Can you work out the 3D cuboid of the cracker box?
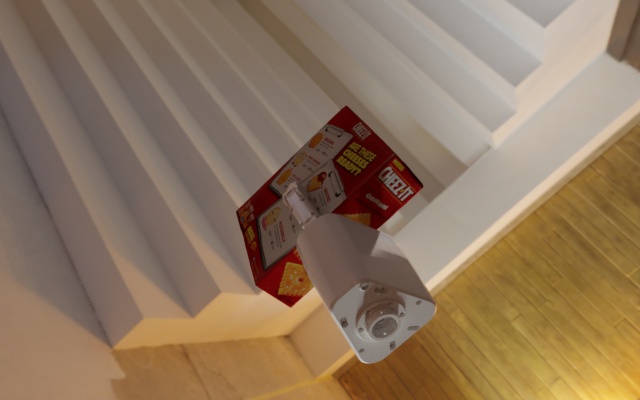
[{"bbox_3d":[0.000,0.002,0.597,0.072,0.214,0.164,41,10,-33],"label":"cracker box"}]
